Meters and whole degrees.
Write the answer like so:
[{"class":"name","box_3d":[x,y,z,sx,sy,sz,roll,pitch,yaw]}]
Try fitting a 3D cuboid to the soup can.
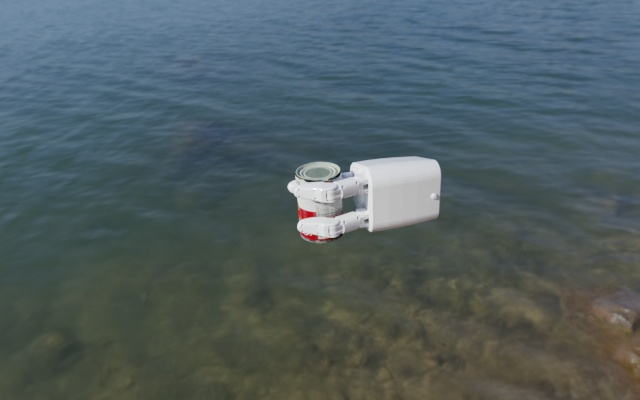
[{"class":"soup can","box_3d":[0.000,0.002,0.703,0.068,0.102,0.068,-3,27,2]}]
